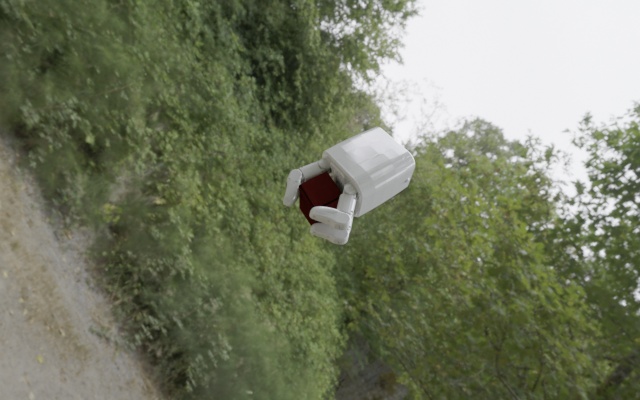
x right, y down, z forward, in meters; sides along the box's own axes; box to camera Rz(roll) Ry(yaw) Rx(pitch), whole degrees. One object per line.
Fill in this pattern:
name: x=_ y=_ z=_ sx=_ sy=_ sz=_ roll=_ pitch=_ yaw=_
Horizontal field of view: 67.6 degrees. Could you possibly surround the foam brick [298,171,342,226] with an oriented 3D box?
foam brick: x=0.000 y=0.003 z=0.756 sx=0.051 sy=0.053 sz=0.078 roll=-27 pitch=-23 yaw=-15
